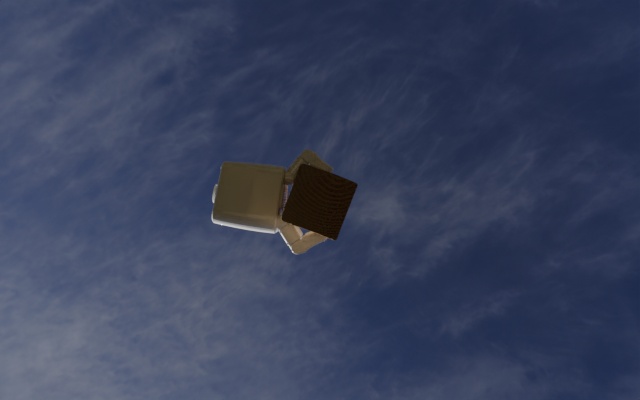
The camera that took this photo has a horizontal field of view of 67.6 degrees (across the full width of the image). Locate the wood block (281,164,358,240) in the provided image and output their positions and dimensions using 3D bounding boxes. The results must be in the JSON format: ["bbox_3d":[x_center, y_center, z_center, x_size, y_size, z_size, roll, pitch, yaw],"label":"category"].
[{"bbox_3d":[0.000,0.002,0.787,0.090,0.091,0.206,20,0,1],"label":"wood block"}]
